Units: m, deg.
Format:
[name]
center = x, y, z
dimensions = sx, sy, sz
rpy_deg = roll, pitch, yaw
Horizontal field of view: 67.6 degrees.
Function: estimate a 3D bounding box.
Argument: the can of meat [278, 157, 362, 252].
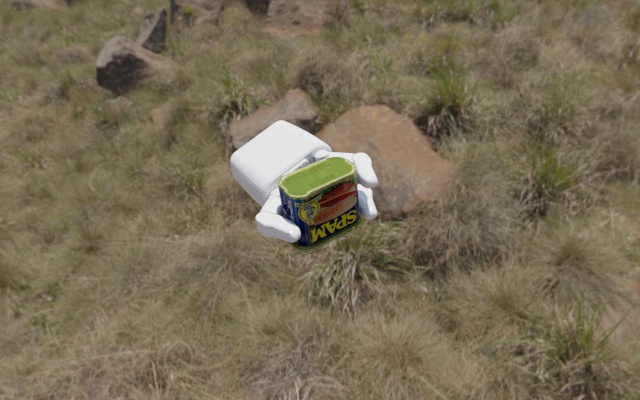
[can of meat]
center = 0.000, 0.002, 0.590
dimensions = 0.102, 0.084, 0.057
rpy_deg = -25, 40, -24
